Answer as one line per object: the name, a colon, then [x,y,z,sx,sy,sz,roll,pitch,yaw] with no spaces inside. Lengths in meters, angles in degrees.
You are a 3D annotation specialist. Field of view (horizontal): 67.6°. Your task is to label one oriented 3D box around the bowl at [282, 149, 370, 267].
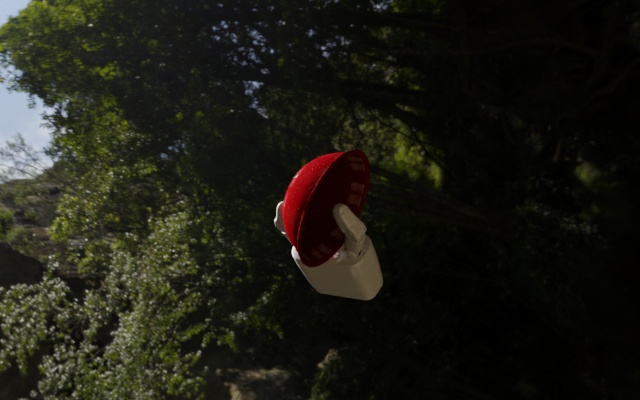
bowl: [0.000,0.001,0.615,0.055,0.162,0.162,25,11,25]
